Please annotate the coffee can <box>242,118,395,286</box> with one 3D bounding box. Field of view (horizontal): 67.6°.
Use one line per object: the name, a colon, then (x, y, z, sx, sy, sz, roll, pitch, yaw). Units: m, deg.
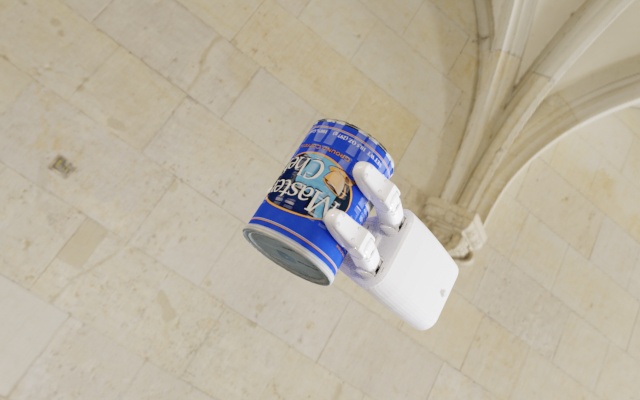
coffee can: (0.000, 0.002, 0.494, 0.103, 0.140, 0.103, 28, -20, 11)
